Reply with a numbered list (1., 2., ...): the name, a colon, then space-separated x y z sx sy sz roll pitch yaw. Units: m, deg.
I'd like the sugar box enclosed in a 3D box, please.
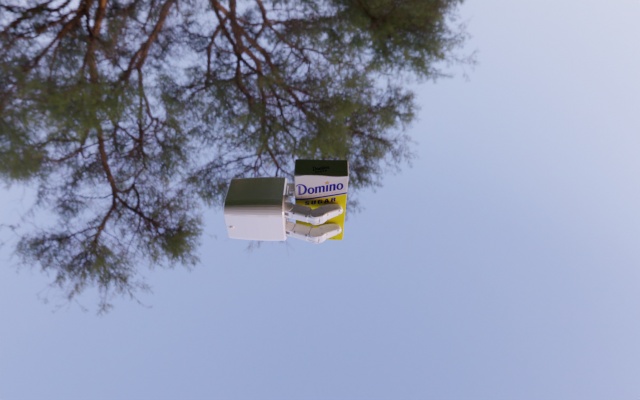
1. sugar box: 0.000 0.003 0.862 0.093 0.048 0.176 1 -39 0
